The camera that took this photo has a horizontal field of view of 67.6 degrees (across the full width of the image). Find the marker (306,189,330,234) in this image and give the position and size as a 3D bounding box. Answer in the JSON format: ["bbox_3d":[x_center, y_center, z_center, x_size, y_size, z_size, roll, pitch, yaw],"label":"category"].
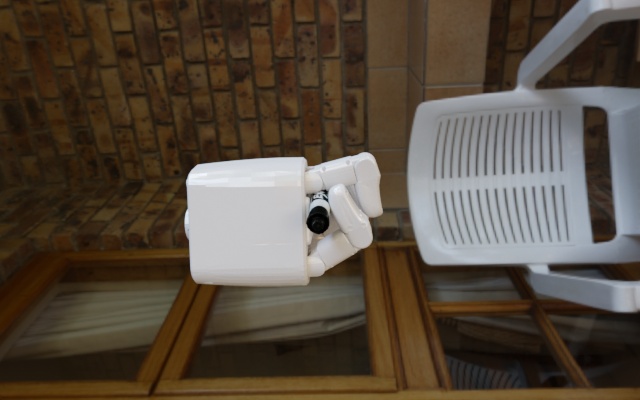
[{"bbox_3d":[0.000,0.001,0.430,0.020,0.020,0.121,0,18,2],"label":"marker"}]
